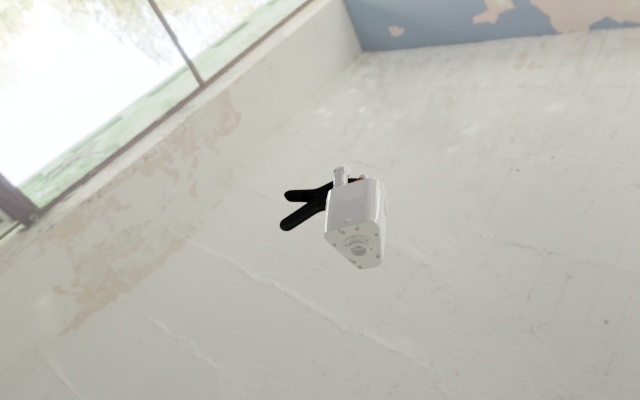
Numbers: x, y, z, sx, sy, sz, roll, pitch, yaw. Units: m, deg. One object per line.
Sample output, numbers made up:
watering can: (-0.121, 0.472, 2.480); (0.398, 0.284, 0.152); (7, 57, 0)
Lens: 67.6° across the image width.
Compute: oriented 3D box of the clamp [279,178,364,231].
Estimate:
clamp: (0.001, 0.003, 0.875); (0.171, 0.039, 0.120); (-16, 36, 20)
